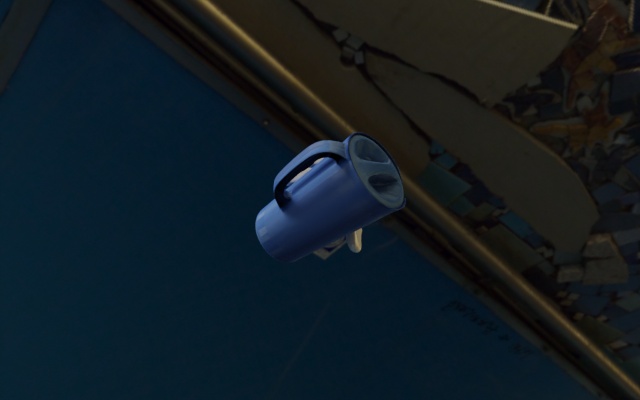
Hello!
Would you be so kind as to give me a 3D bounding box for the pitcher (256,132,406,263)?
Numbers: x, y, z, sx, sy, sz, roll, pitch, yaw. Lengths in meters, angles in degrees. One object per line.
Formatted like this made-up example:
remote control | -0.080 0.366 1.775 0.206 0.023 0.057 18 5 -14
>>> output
pitcher | 0.000 0.003 0.766 0.243 0.149 0.145 -34 -1 33
